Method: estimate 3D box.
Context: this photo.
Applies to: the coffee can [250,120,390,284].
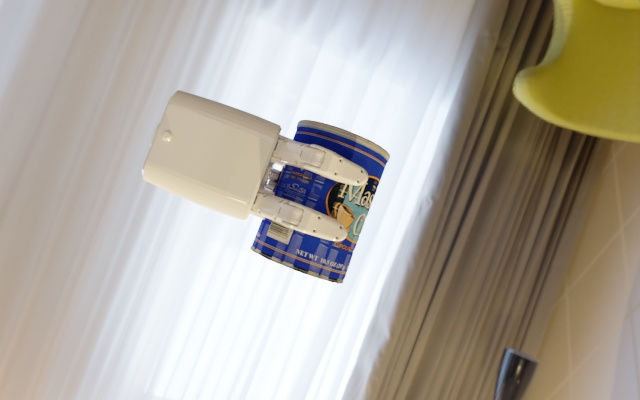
[{"bbox_3d":[0.000,0.002,0.495,0.103,0.140,0.103,21,-3,1],"label":"coffee can"}]
